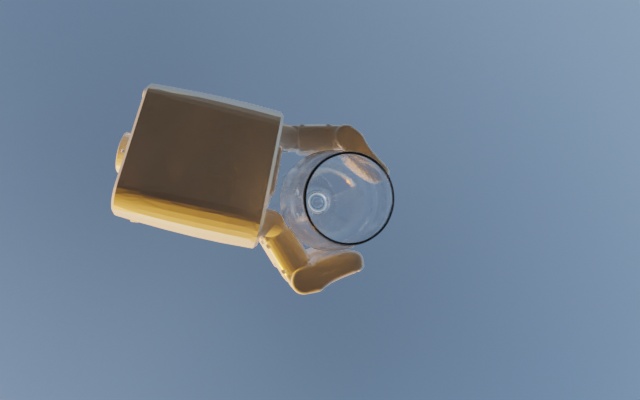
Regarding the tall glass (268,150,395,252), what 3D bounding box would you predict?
[{"bbox_3d":[0.000,0.001,0.407,0.079,0.079,0.201,0,-2,-11],"label":"tall glass"}]
